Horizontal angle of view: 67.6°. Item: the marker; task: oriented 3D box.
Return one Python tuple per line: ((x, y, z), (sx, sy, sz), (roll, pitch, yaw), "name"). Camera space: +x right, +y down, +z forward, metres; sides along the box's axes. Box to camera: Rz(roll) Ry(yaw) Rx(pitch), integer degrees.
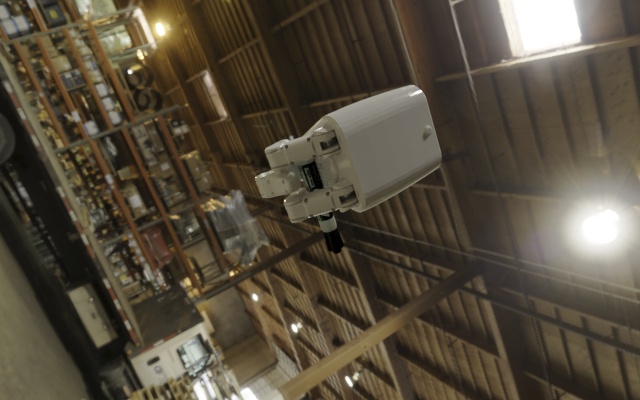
((0.000, 0.002, 0.503), (0.020, 0.121, 0.020), (-18, 17, 5), "marker")
